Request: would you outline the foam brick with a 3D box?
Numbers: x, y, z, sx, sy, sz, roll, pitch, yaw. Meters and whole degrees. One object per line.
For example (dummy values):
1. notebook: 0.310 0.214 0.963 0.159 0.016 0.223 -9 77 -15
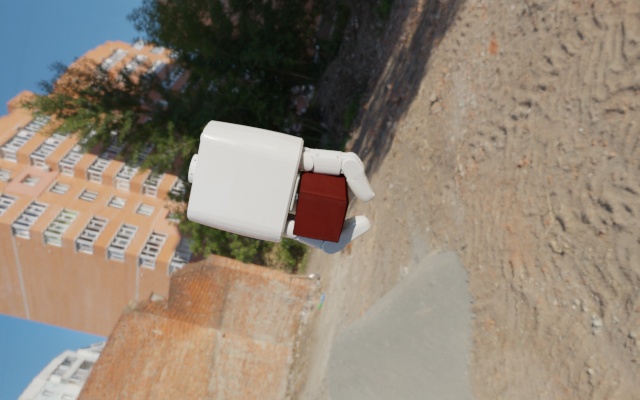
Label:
1. foam brick: 0.000 0.002 0.520 0.051 0.053 0.078 10 26 -4
